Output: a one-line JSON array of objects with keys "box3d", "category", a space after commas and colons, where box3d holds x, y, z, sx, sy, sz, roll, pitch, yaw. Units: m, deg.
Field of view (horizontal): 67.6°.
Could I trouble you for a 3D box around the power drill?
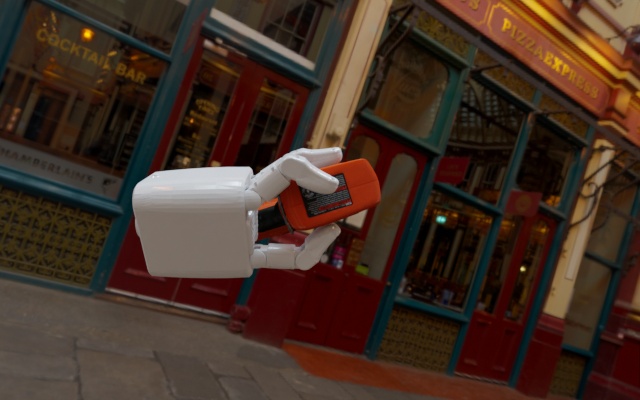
[{"box3d": [0.000, 0.002, 0.572, 0.184, 0.057, 0.188, -19, -3, -19], "category": "power drill"}]
